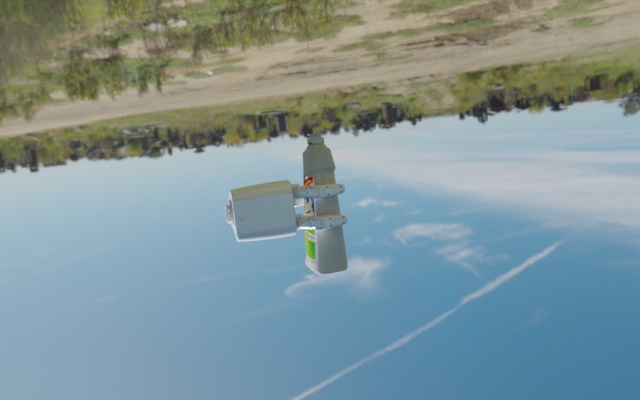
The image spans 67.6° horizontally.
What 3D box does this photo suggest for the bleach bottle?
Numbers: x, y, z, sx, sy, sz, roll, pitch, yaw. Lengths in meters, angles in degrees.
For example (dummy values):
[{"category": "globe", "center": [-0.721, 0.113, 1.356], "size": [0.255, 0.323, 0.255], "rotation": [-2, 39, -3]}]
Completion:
[{"category": "bleach bottle", "center": [0.000, 0.003, 0.879], "size": [0.068, 0.251, 0.102], "rotation": [-8, 9, -17]}]
